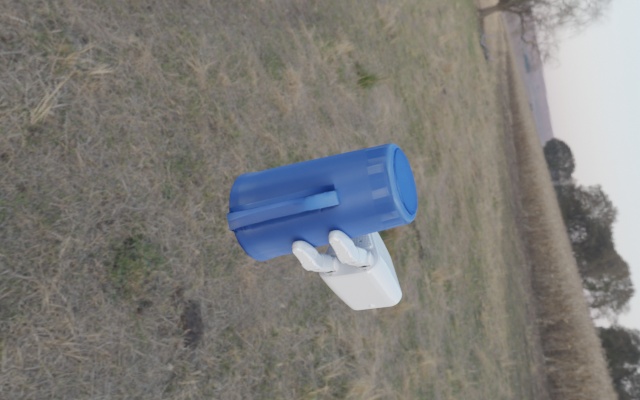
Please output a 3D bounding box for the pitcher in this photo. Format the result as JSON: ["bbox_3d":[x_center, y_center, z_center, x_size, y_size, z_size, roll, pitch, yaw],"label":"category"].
[{"bbox_3d":[0.000,0.002,0.658,0.243,0.149,0.145,-13,-48,24],"label":"pitcher"}]
